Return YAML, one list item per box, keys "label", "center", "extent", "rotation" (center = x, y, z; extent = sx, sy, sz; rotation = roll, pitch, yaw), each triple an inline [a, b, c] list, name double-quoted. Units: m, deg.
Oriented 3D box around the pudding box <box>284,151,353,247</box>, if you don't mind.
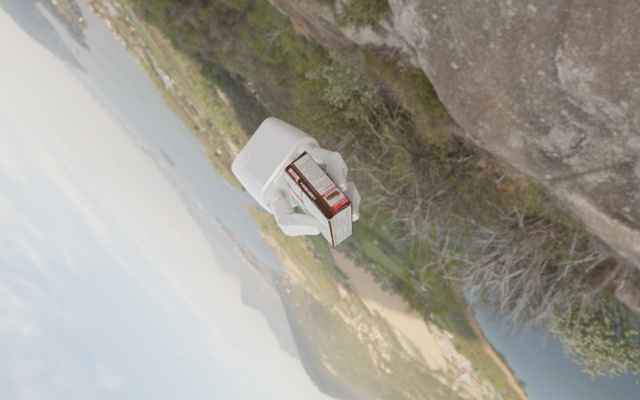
- label: "pudding box"
  center: [0.000, 0.002, 0.600]
  extent: [0.039, 0.090, 0.113]
  rotation: [-39, -19, -9]
